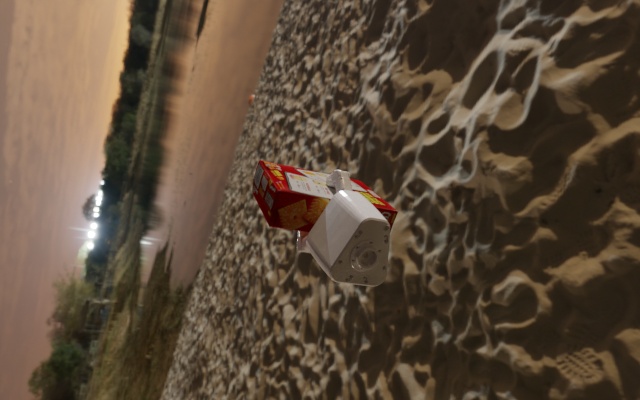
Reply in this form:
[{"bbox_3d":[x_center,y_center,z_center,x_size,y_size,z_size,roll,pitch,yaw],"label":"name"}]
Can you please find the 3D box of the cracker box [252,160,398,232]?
[{"bbox_3d":[0.000,0.003,0.834,0.214,0.072,0.164,11,17,-23],"label":"cracker box"}]
